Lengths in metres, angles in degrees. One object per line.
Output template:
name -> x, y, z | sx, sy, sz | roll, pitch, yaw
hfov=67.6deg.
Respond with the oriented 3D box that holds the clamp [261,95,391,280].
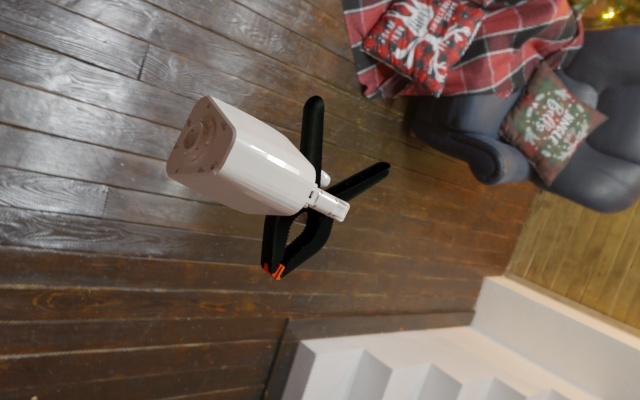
clamp -> 0.000, 0.003, 0.582 | 0.164, 0.210, 0.036 | 27, -1, -41
